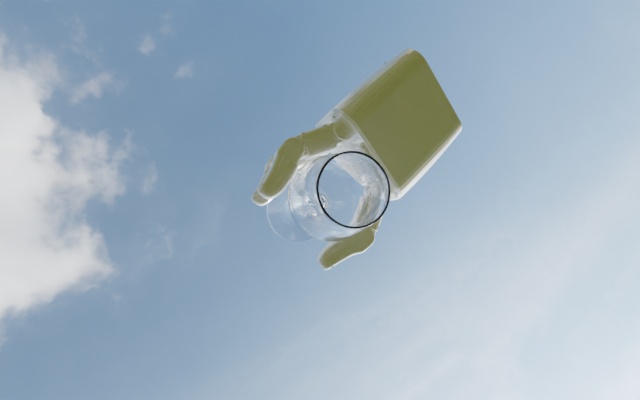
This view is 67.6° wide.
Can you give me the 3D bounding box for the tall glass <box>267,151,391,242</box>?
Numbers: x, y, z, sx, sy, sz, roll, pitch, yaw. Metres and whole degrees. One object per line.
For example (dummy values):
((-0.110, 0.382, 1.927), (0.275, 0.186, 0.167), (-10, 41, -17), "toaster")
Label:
((0.000, 0.002, 0.467), (0.079, 0.079, 0.201), (0, -6, -15), "tall glass")
